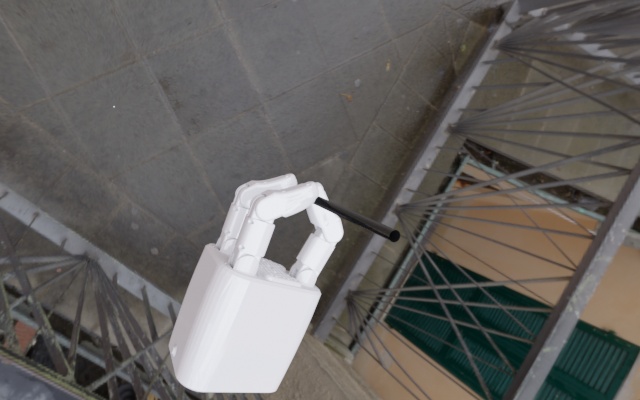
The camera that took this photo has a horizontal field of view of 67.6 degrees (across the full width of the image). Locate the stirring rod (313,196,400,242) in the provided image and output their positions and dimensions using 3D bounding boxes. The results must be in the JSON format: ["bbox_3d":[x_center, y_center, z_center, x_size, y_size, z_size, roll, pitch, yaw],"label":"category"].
[{"bbox_3d":[0.000,0.001,0.410,0.011,0.011,0.239,0,10,-23],"label":"stirring rod"}]
